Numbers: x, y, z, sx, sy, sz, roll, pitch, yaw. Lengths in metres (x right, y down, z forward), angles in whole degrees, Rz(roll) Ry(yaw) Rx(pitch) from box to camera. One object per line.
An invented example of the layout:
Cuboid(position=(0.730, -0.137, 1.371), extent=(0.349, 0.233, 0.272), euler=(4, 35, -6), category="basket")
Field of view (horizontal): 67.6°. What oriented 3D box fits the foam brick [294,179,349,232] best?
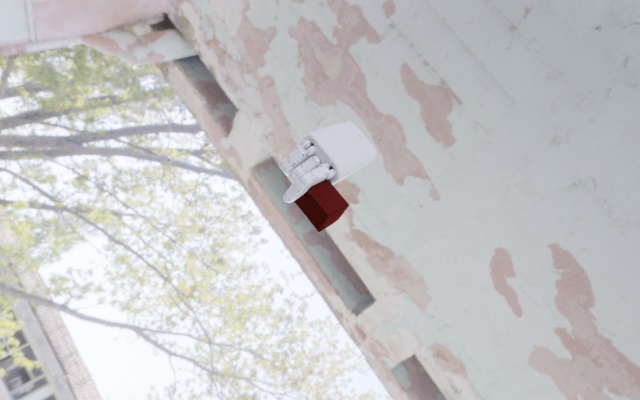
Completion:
Cuboid(position=(0.000, 0.003, 0.816), extent=(0.051, 0.078, 0.053), euler=(-27, -19, -37), category="foam brick")
